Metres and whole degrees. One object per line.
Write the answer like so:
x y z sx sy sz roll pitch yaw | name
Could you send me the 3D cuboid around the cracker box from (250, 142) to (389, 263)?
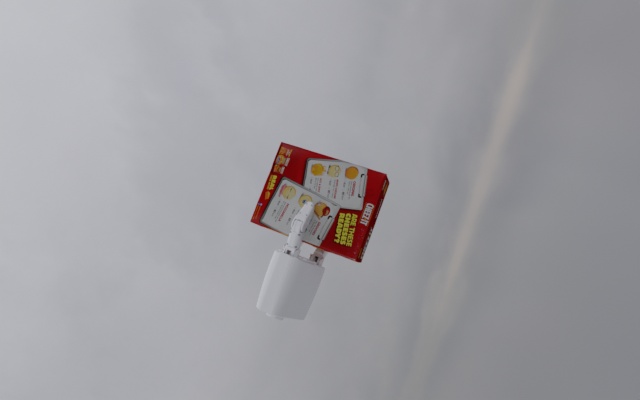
0.000 0.003 0.885 0.213 0.164 0.072 19 -6 17 | cracker box
